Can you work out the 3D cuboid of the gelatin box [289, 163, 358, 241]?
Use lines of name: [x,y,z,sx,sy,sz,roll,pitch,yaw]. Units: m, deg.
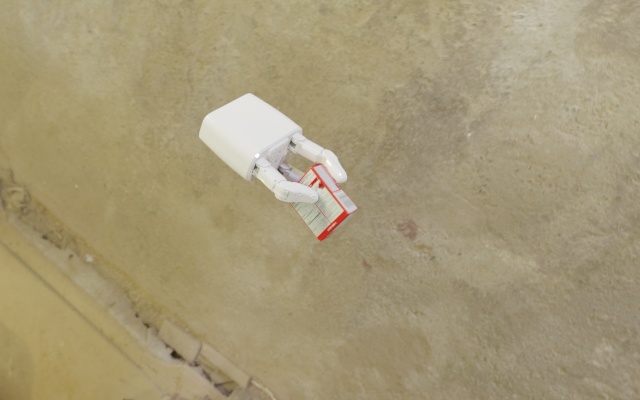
gelatin box: [0.000,0.003,0.691,0.030,0.089,0.073,-23,-19,-51]
